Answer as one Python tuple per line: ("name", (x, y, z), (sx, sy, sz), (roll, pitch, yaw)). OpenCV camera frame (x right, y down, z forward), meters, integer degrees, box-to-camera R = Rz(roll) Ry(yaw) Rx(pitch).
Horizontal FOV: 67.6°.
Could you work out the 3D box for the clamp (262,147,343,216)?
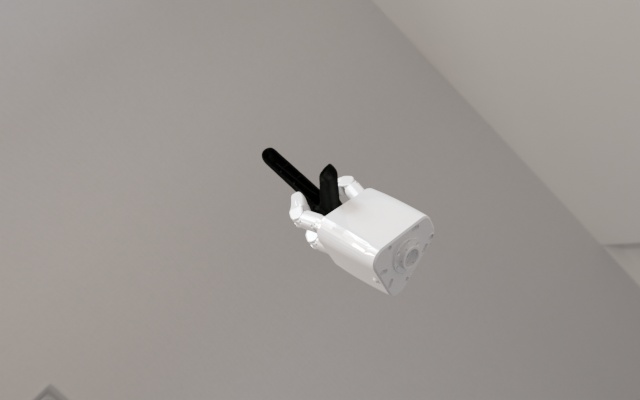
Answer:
("clamp", (0.001, 0.002, 0.726), (0.164, 0.036, 0.210), (26, -23, 44))
